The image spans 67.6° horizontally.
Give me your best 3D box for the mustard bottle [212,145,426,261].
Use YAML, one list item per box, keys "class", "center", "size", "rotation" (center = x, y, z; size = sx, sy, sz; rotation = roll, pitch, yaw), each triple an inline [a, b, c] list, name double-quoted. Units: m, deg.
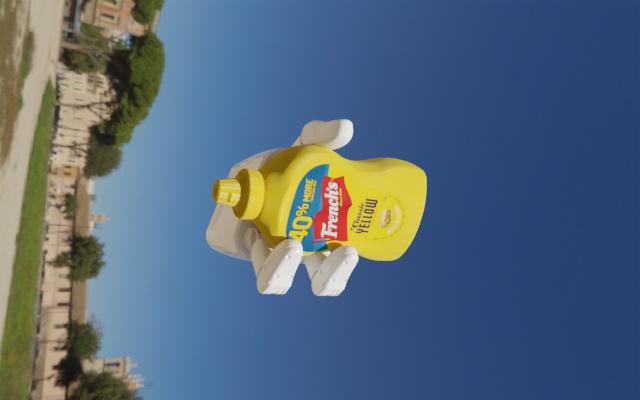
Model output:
- class: "mustard bottle"
  center: [0.000, 0.001, 0.419]
  size: [0.191, 0.096, 0.058]
  rotation: [7, 19, -30]
